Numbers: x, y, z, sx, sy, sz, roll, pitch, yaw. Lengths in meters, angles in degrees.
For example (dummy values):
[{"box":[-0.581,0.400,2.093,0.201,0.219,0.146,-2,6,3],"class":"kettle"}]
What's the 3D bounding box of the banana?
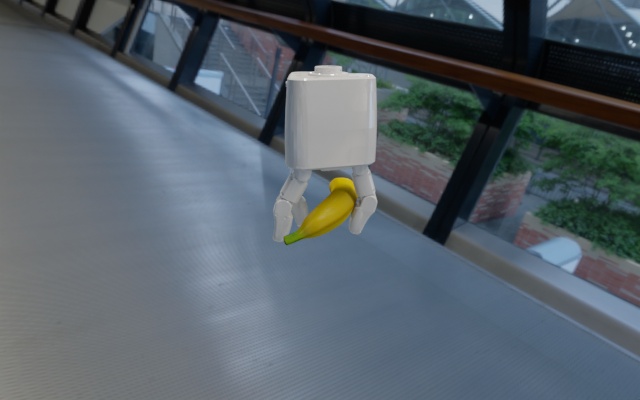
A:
[{"box":[0.016,0.002,0.643,0.069,0.037,0.197,-5,19,23],"class":"banana"}]
